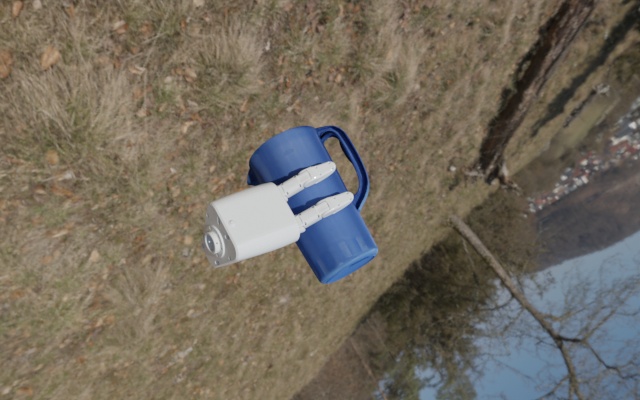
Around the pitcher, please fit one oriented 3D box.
[{"bbox_3d":[0.000,0.003,0.785,0.145,0.242,0.149,-18,-19,-38],"label":"pitcher"}]
